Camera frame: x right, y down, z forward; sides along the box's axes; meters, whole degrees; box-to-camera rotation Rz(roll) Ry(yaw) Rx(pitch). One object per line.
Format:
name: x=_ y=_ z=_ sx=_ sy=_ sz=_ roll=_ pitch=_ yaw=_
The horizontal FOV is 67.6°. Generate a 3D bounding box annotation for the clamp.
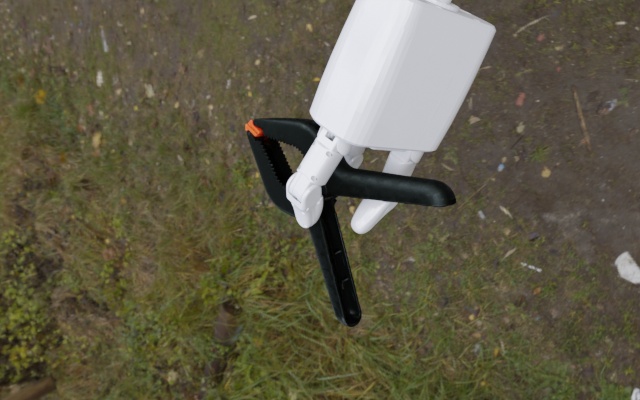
clamp: x=-0.001 y=0.001 z=0.433 sx=0.210 sy=0.165 sz=0.036 roll=40 pitch=32 yaw=27
